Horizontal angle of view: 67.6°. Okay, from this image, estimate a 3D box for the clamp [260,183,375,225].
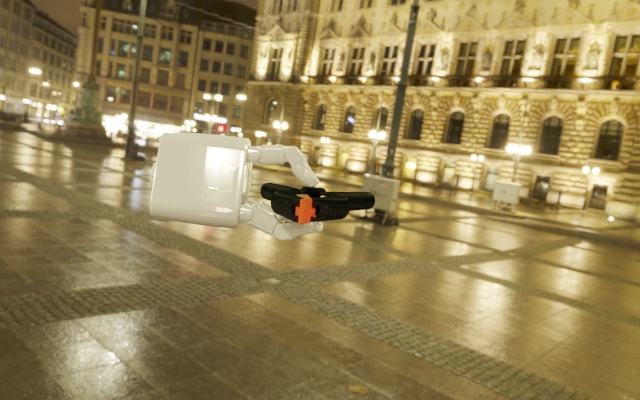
[{"bbox_3d":[0.000,0.001,0.602,0.164,0.036,0.210,4,6,-4],"label":"clamp"}]
